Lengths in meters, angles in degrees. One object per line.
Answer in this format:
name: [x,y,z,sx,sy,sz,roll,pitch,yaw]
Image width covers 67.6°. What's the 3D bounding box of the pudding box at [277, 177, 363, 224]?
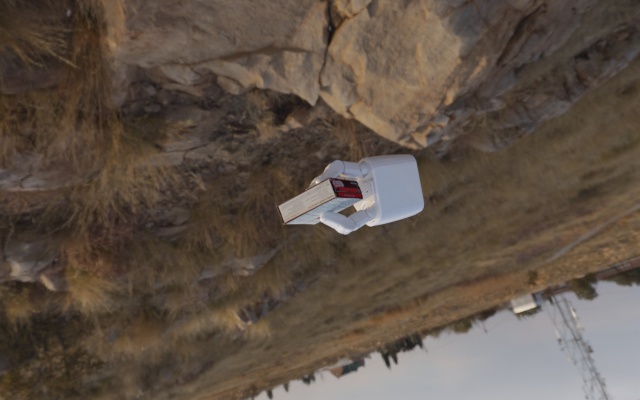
pudding box: [0.000,0.003,0.777,0.113,0.039,0.090,-29,-18,28]
